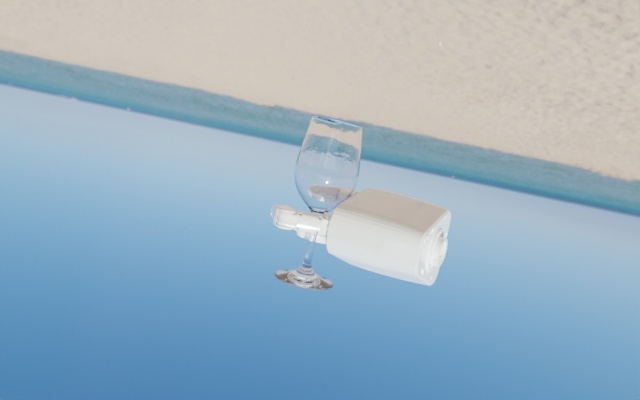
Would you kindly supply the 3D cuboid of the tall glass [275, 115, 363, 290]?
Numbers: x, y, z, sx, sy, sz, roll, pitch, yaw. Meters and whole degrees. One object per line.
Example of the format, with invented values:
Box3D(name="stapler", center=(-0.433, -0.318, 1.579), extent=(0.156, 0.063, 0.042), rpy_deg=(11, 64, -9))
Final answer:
Box3D(name="tall glass", center=(0.000, 0.003, 0.582), extent=(0.079, 0.201, 0.079), rpy_deg=(11, 6, -1))
